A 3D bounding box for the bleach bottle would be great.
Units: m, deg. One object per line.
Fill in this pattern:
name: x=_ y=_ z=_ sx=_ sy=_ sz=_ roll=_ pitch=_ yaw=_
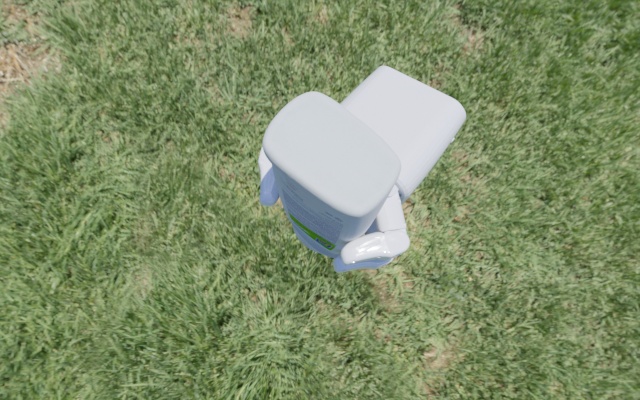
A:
bleach bottle: x=0.000 y=0.002 z=0.455 sx=0.102 sy=0.068 sz=0.251 roll=39 pitch=-16 yaw=7
